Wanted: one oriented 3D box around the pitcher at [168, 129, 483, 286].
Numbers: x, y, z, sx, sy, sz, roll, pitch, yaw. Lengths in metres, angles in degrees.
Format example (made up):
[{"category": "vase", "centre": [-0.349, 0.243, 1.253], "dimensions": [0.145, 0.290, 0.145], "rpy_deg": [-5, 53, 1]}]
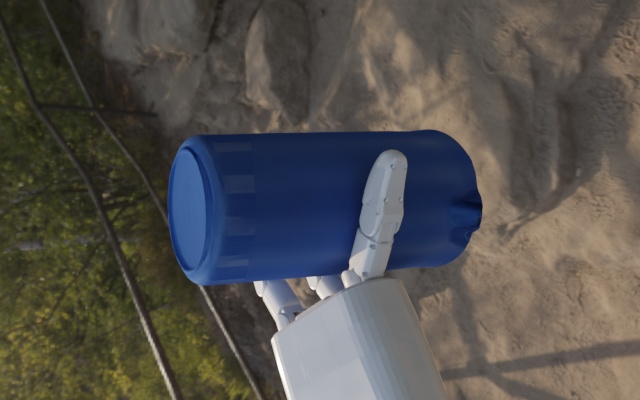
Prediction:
[{"category": "pitcher", "centre": [0.000, 0.001, 0.411], "dimensions": [0.243, 0.145, 0.149], "rpy_deg": [-2, -32, -33]}]
